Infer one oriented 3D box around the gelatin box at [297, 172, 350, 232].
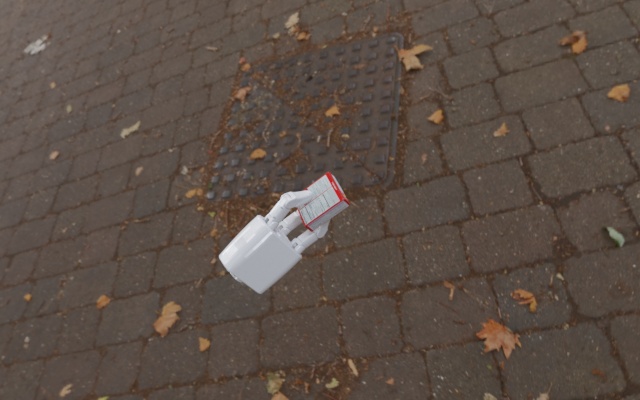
[{"bbox_3d":[0.000,0.002,0.871,0.089,0.073,0.030,-36,-39,12],"label":"gelatin box"}]
